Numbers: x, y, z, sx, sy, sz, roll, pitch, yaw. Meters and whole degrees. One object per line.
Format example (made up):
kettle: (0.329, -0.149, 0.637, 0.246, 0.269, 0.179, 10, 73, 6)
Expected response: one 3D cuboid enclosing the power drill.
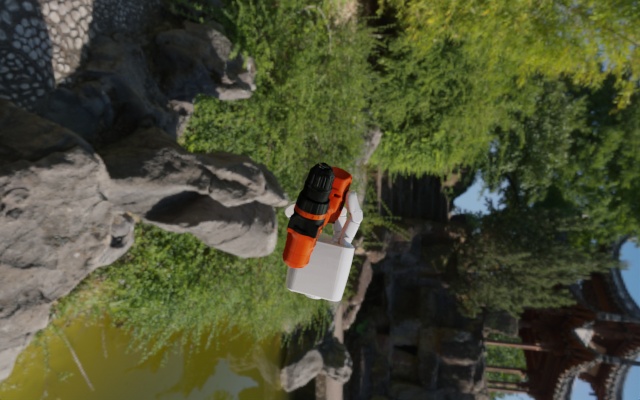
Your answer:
power drill: (0.000, 0.003, 0.811, 0.057, 0.184, 0.187, 24, 25, 10)
